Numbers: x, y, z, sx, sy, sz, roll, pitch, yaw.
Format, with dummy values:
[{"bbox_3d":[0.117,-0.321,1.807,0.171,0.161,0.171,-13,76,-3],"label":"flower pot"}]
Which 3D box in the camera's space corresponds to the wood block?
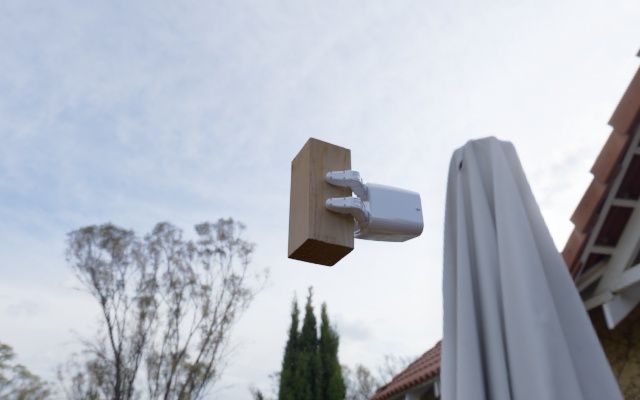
[{"bbox_3d":[0.000,0.003,0.862,0.090,0.206,0.091,14,-34,-22],"label":"wood block"}]
